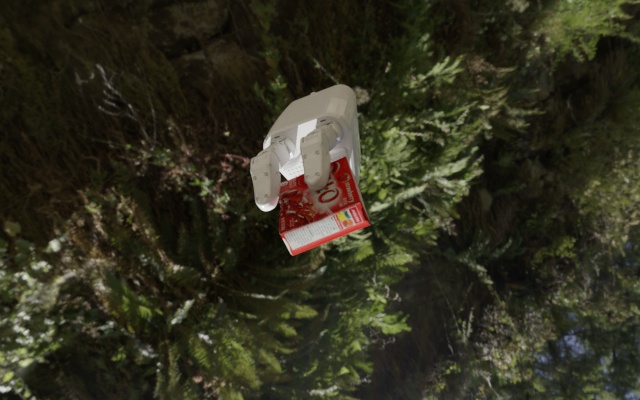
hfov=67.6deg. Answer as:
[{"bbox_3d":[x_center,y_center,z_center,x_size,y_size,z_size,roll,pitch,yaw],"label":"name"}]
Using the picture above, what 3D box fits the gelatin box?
[{"bbox_3d":[0.000,0.002,0.431,0.073,0.030,0.089,-22,30,8],"label":"gelatin box"}]
